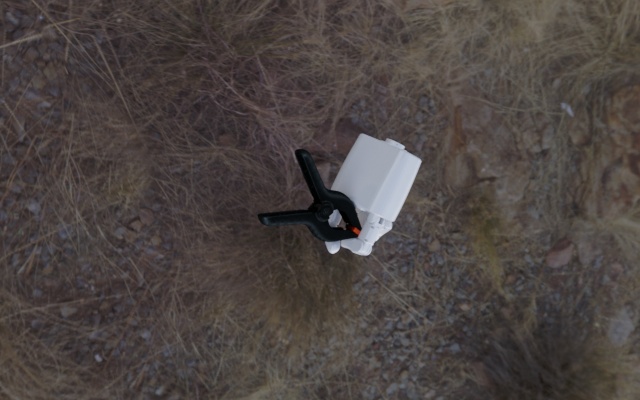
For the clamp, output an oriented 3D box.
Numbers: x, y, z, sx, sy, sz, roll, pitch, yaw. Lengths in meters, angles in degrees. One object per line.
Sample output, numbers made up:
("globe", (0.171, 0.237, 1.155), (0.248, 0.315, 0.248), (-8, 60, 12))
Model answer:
("clamp", (0.000, 0.003, 0.710), (0.171, 0.120, 0.039), (22, 6, -34))
